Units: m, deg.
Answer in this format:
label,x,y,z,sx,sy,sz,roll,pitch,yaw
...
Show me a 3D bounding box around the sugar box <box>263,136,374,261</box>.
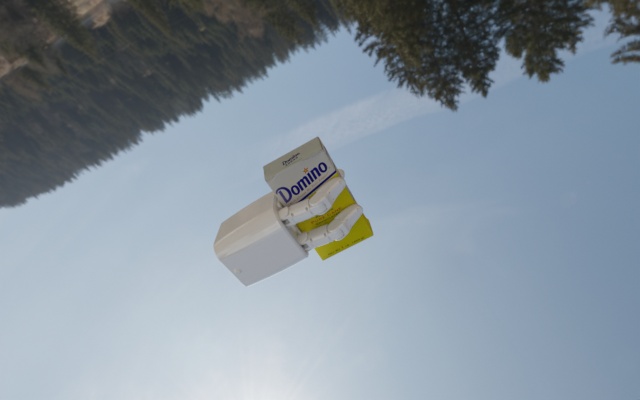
label,x,y,z,sx,sy,sz,roll,pitch,yaw
sugar box,0.000,0.003,0.700,0.093,0.176,0.048,-28,36,8
